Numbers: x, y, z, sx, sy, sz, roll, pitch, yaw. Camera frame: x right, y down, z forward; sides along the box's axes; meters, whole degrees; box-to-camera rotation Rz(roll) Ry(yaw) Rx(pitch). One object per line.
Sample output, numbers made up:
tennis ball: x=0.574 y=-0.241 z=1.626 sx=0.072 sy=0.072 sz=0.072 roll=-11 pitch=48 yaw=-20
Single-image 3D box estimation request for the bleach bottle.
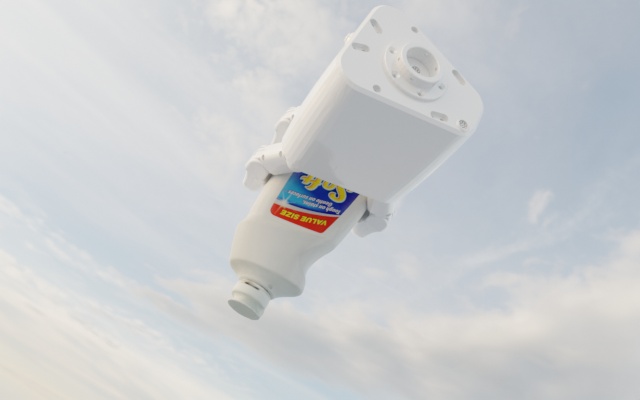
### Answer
bleach bottle: x=0.000 y=0.001 z=0.445 sx=0.102 sy=0.250 sz=0.068 roll=34 pitch=-33 yaw=-5
